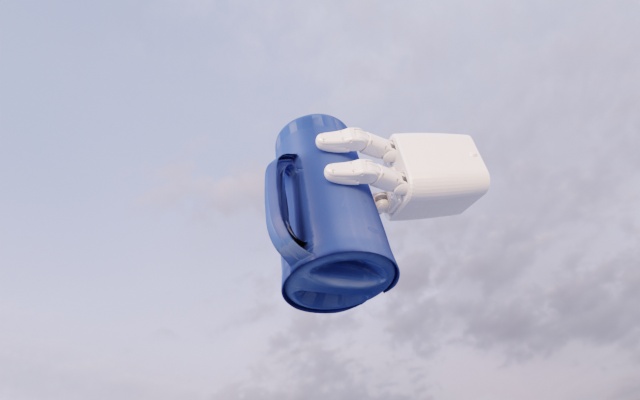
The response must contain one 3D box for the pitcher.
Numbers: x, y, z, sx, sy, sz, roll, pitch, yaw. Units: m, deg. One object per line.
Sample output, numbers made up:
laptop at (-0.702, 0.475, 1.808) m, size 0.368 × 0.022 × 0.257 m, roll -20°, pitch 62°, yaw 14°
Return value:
pitcher at (0.000, 0.002, 0.591) m, size 0.145 × 0.242 × 0.149 m, roll -4°, pitch -39°, yaw -9°
